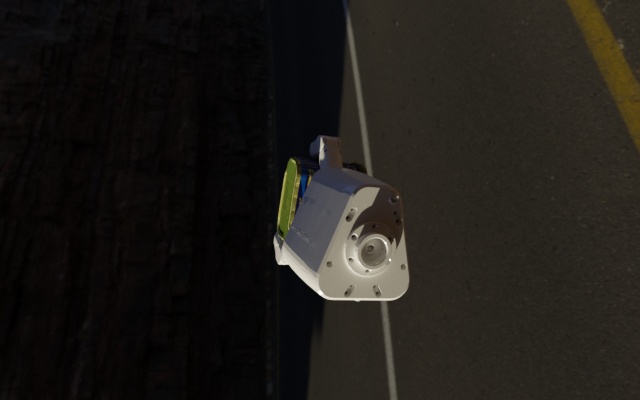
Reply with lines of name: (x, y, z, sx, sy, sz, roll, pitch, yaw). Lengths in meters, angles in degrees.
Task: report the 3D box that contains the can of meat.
can of meat: (0.000, 0.002, 0.559, 0.084, 0.102, 0.057, 5, 12, -19)
